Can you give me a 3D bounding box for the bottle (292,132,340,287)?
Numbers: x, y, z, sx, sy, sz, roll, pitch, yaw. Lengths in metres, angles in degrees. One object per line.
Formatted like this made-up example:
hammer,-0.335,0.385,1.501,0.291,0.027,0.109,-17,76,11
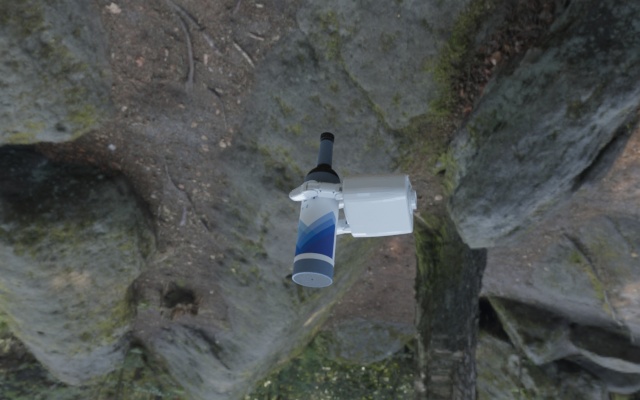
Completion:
bottle,0.000,0.003,0.849,0.069,0.295,0.069,5,-30,3
